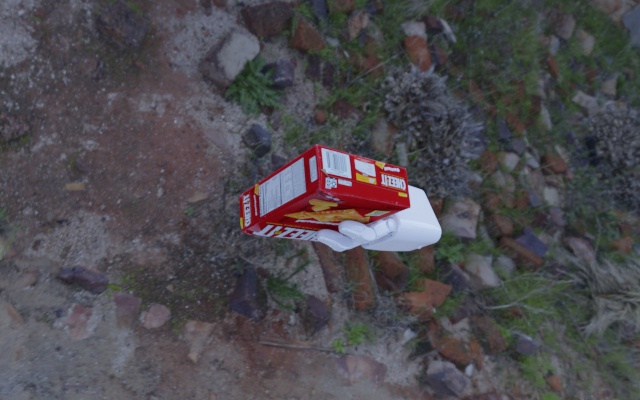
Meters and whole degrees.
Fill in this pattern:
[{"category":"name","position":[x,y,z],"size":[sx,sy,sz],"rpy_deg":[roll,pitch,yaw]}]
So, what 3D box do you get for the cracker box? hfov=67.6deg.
[{"category":"cracker box","position":[0.000,0.002,0.716],"size":[0.164,0.072,0.214],"rpy_deg":[10,-24,-35]}]
